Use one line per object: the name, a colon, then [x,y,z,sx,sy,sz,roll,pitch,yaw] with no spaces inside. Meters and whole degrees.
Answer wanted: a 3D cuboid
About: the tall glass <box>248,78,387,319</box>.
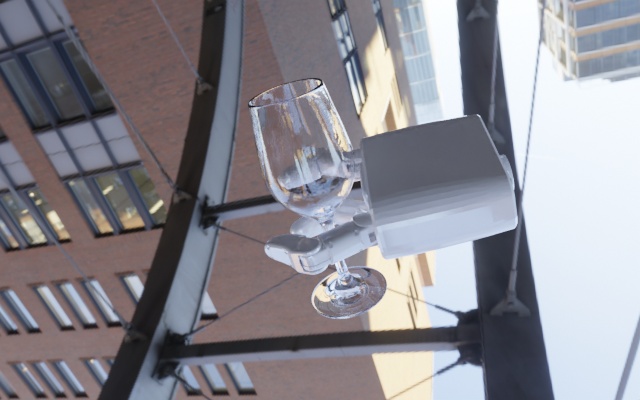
tall glass: [0.000,0.002,0.413,0.079,0.201,0.079,-15,26,7]
